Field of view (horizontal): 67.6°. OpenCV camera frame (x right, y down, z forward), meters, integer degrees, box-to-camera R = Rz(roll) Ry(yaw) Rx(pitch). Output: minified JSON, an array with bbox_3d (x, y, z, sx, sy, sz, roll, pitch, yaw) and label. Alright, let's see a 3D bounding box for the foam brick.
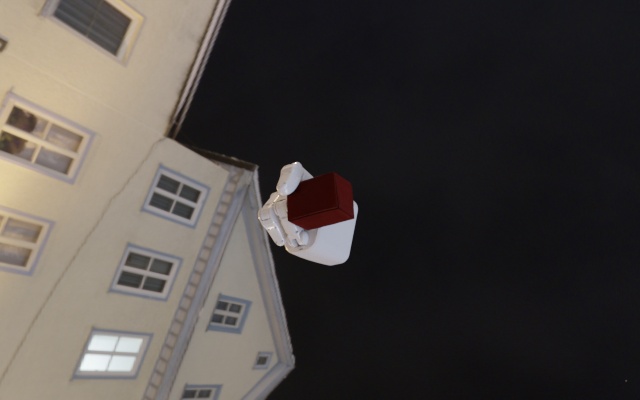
[{"bbox_3d":[0.000,0.002,0.640,0.078,0.053,0.051,-15,-25,27],"label":"foam brick"}]
